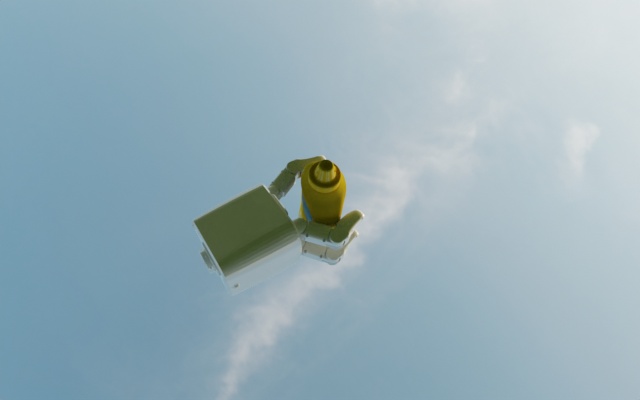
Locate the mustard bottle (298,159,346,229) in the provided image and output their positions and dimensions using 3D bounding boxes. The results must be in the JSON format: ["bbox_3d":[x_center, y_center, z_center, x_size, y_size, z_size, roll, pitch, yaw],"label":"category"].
[{"bbox_3d":[0.000,0.002,0.649,0.058,0.096,0.192,-5,-27,-6],"label":"mustard bottle"}]
